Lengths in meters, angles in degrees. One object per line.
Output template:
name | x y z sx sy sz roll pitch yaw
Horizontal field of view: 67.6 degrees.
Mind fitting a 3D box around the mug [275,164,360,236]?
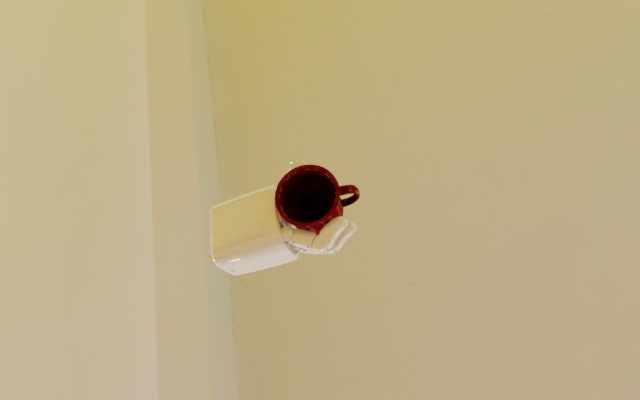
mug | 0.002 0.002 0.698 0.117 0.093 0.081 -16 -22 5
